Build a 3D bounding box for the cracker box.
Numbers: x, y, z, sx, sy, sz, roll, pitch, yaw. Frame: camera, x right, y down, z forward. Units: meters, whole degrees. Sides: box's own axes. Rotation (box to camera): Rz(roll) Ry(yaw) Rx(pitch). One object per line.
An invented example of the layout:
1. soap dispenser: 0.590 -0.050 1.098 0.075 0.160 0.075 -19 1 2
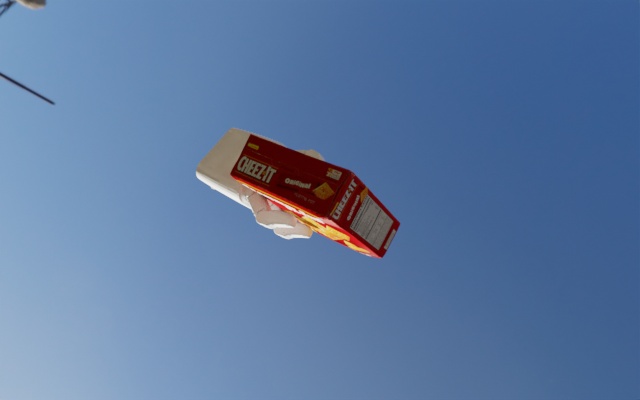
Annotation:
1. cracker box: 0.000 0.002 0.671 0.164 0.072 0.214 22 -8 31
